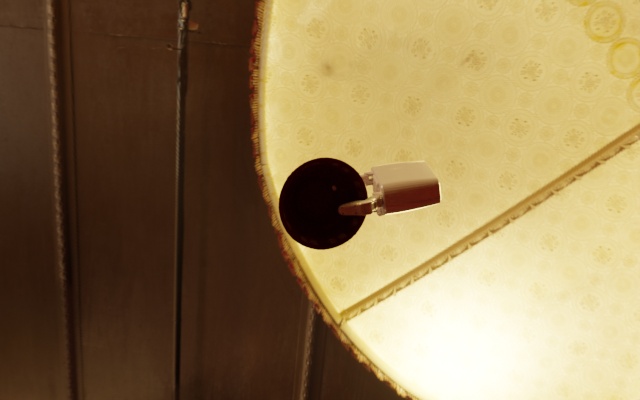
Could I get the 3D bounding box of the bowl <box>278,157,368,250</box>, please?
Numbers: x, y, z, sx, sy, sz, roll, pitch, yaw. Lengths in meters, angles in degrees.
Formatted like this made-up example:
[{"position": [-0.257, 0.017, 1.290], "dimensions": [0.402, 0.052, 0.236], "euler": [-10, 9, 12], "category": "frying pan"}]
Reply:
[{"position": [-0.001, 0.003, 0.844], "dimensions": [0.162, 0.162, 0.055], "euler": [0, 9, -17], "category": "bowl"}]
